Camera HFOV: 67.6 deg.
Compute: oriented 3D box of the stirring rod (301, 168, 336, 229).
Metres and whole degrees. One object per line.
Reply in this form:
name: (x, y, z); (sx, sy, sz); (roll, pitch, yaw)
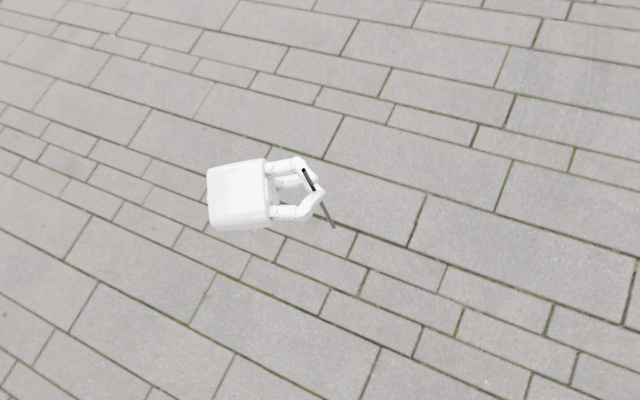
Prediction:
stirring rod: (0.000, 0.003, 0.853); (0.011, 0.011, 0.240); (0, -25, 14)
